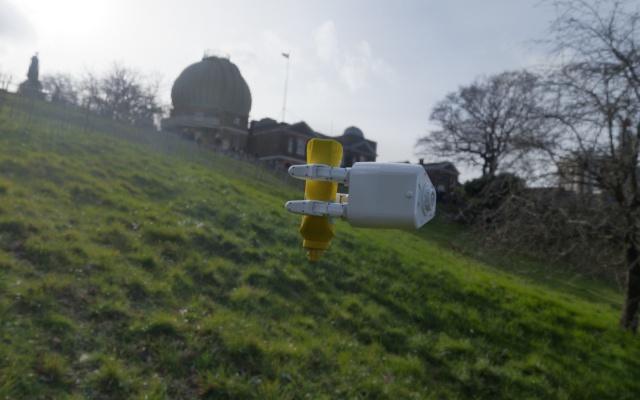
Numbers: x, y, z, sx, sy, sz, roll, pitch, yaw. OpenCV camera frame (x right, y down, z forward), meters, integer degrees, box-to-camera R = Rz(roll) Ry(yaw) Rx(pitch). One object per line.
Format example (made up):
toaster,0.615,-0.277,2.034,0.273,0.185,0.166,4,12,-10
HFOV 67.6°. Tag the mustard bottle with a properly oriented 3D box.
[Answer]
mustard bottle,0.000,0.002,0.772,0.058,0.191,0.096,5,-6,4
